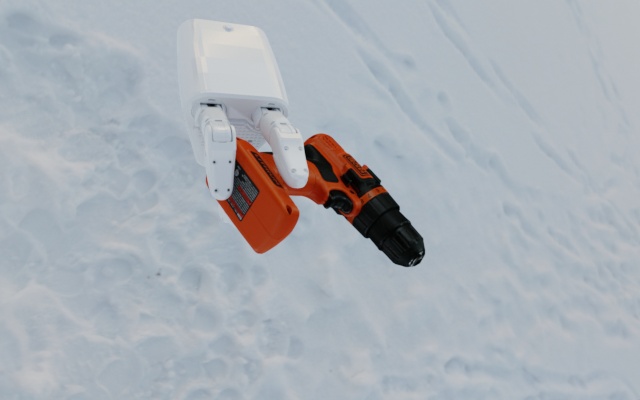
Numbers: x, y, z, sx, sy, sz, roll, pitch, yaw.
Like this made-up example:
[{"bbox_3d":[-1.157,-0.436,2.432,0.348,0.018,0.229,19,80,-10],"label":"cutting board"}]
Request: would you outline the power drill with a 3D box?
[{"bbox_3d":[0.000,0.001,0.457,0.187,0.057,0.184,-2,43,-52],"label":"power drill"}]
